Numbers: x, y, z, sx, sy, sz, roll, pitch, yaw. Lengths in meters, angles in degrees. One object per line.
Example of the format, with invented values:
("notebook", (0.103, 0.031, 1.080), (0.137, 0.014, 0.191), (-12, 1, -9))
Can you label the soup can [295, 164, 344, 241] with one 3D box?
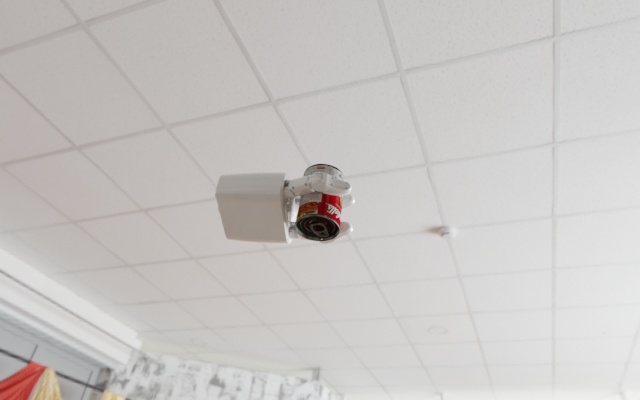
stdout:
("soup can", (0.001, 0.002, 0.736), (0.068, 0.102, 0.069), (5, -37, 4))
